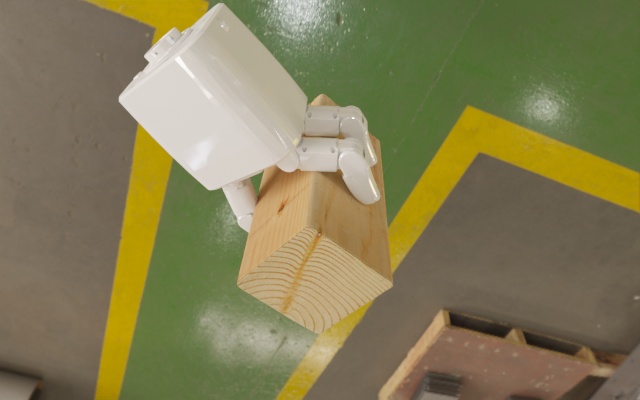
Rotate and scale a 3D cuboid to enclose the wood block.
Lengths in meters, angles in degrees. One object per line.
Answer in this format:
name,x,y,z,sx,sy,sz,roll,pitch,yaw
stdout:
wood block,0.000,0.001,0.445,0.090,0.206,0.091,36,-58,-23
